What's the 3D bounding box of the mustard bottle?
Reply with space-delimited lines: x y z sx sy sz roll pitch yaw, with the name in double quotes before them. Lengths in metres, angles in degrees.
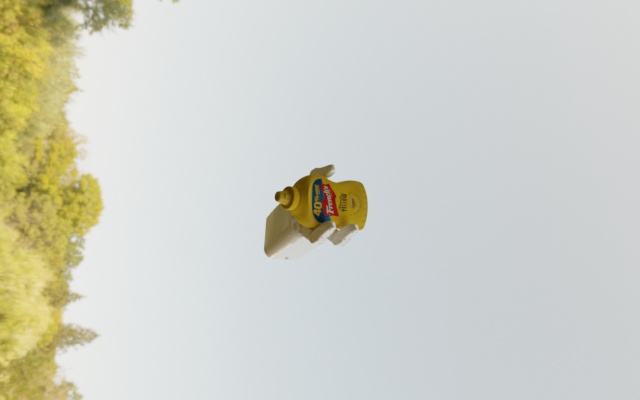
"mustard bottle" 0.001 0.003 0.861 0.191 0.096 0.058 7 -10 -39
